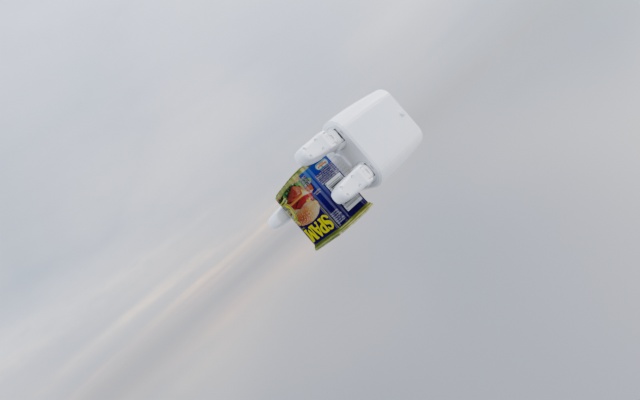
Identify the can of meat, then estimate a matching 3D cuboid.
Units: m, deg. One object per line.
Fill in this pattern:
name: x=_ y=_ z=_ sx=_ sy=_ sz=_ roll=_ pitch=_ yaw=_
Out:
can of meat: x=0.000 y=0.002 z=0.558 sx=0.057 sy=0.084 sz=0.102 roll=-40 pitch=-1 yaw=-30
